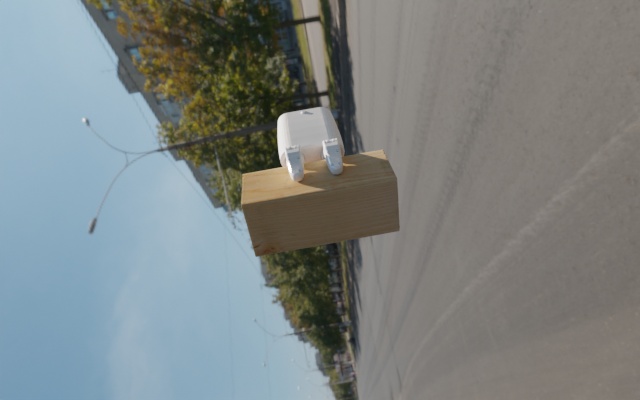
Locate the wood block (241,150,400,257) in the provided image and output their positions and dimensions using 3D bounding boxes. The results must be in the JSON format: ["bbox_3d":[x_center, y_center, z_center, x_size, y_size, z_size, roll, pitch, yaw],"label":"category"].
[{"bbox_3d":[0.000,0.002,0.679,0.206,0.091,0.090,-10,34,-1],"label":"wood block"}]
